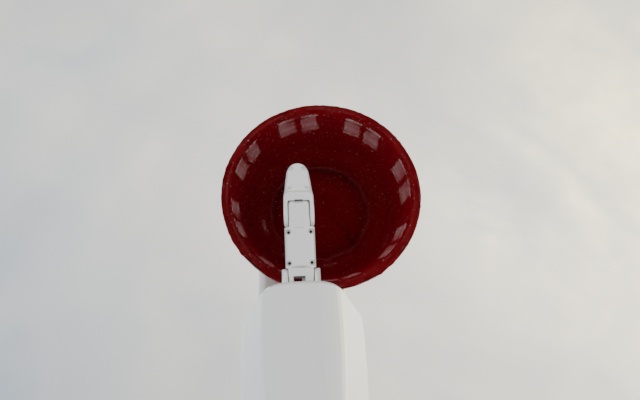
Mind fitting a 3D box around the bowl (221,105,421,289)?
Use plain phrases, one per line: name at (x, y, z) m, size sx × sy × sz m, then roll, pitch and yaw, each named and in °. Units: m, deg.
bowl at (0.000, 0.000, 0.410) m, size 0.162 × 0.162 × 0.055 m, roll 0°, pitch -20°, yaw -2°
